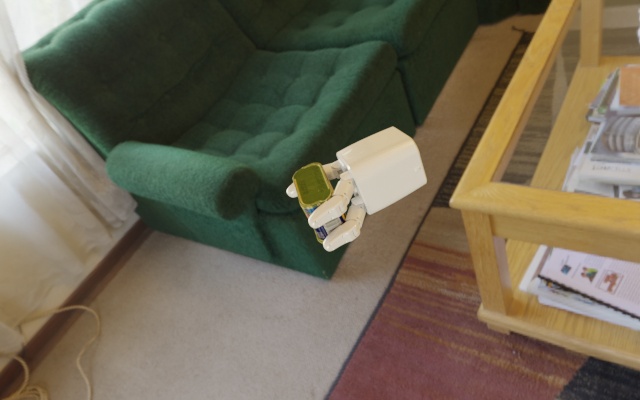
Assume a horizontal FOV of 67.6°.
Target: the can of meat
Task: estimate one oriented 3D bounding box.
[{"bbox_3d":[0.000,0.002,0.746,0.057,0.084,0.102,-24,41,3],"label":"can of meat"}]
